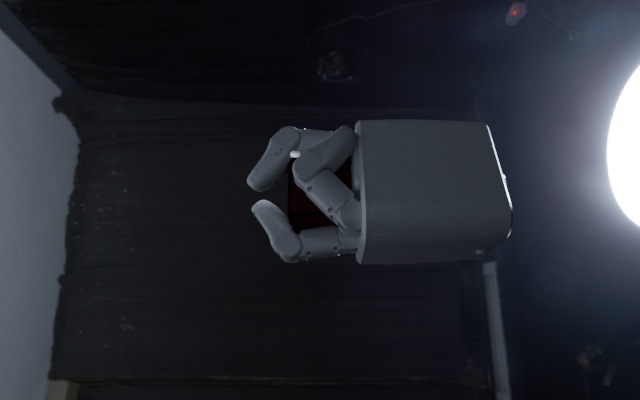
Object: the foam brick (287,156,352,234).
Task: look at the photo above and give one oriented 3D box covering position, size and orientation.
[{"bbox_3d":[0.000,0.001,0.414,0.051,0.053,0.078,-1,-20,1],"label":"foam brick"}]
